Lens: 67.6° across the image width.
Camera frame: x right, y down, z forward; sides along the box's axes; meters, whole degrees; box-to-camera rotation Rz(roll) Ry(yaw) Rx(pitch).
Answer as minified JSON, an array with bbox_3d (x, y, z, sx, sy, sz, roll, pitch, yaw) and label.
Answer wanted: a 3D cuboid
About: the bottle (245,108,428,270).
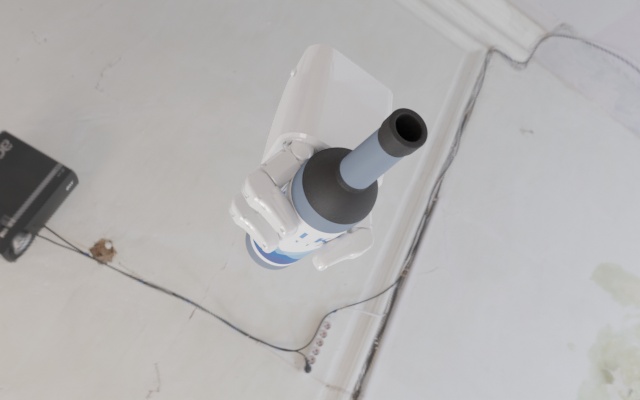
[{"bbox_3d":[0.000,0.002,0.418,0.069,0.069,0.296,0,-18,-23],"label":"bottle"}]
